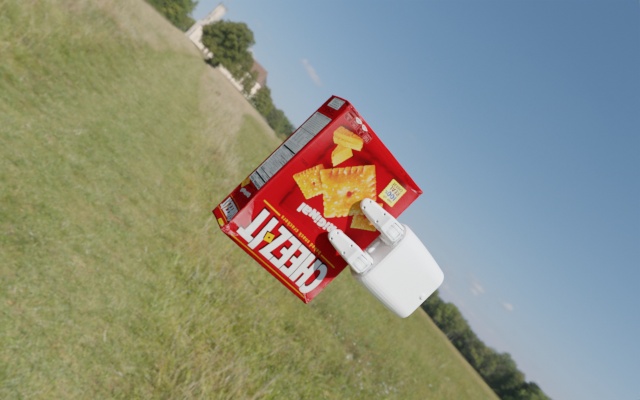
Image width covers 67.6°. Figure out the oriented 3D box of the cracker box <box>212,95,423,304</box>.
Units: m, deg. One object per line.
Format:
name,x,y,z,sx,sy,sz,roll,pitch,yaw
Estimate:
cracker box,0.000,0.002,0.604,0.164,0.213,0.072,46,-1,-28
